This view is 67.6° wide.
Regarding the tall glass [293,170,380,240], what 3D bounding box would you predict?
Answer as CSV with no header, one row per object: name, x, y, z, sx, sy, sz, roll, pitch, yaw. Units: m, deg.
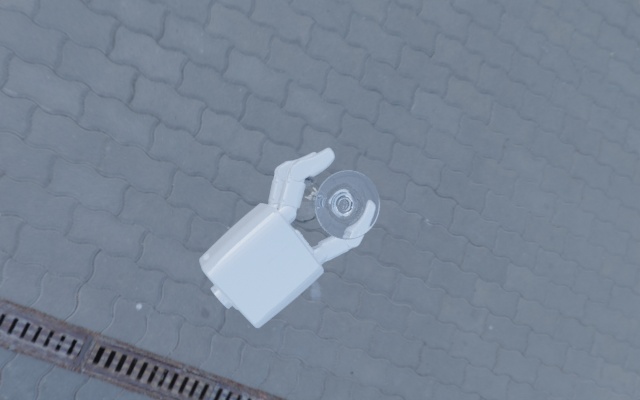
tall glass,0.000,0.002,0.604,0.079,0.079,0.201,0,2,-17
